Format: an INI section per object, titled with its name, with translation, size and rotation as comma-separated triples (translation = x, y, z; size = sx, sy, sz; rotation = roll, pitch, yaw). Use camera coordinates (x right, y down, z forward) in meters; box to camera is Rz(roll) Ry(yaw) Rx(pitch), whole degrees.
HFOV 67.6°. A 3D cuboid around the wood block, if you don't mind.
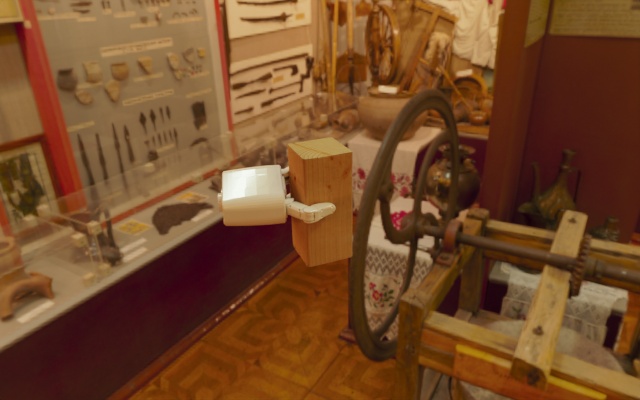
[wood block]
translation = 0.000, 0.003, 0.861
size = 0.090, 0.206, 0.090
rotation = -11, 27, -19
